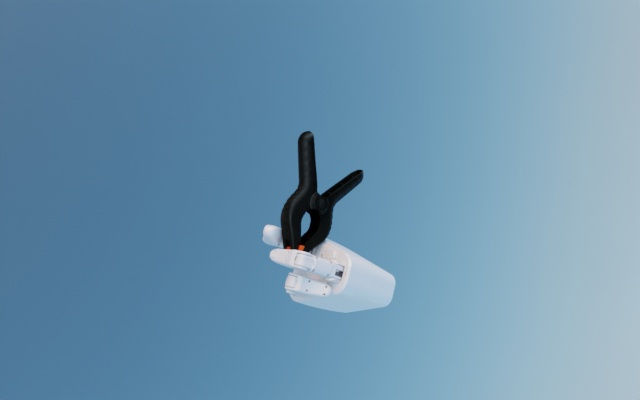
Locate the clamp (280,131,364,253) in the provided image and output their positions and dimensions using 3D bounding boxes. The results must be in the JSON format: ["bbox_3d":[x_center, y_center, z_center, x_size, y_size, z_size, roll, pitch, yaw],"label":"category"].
[{"bbox_3d":[0.000,0.002,0.665,0.120,0.171,0.039,22,-11,-29],"label":"clamp"}]
